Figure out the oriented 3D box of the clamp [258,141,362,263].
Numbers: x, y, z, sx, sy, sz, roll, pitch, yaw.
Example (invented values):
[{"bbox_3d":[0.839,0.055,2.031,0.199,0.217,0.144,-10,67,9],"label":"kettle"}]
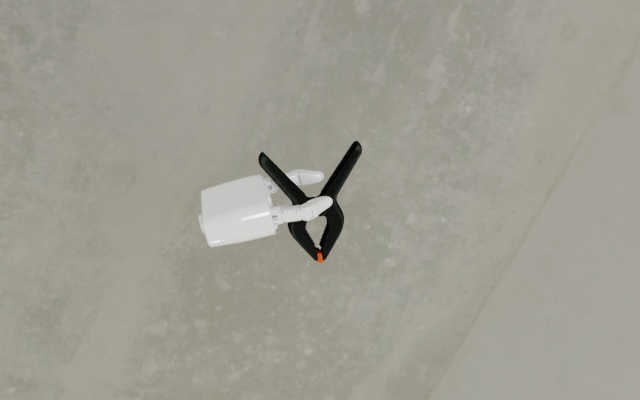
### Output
[{"bbox_3d":[0.000,0.003,0.784,0.164,0.210,0.036,-14,23,-5],"label":"clamp"}]
